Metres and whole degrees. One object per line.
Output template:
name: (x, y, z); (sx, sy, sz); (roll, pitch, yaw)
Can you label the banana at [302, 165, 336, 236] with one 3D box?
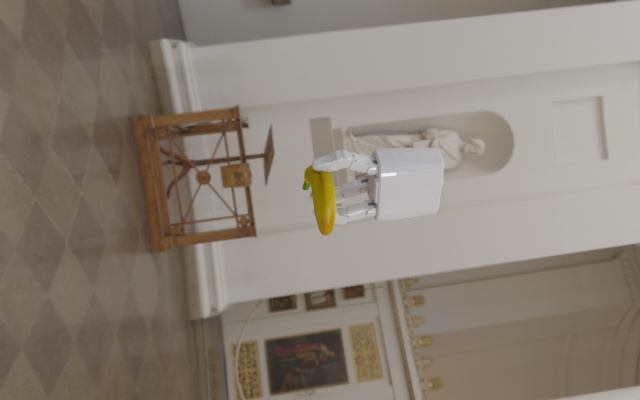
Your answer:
banana: (0.000, -0.016, 0.753); (0.037, 0.070, 0.197); (-2, 22, -8)
